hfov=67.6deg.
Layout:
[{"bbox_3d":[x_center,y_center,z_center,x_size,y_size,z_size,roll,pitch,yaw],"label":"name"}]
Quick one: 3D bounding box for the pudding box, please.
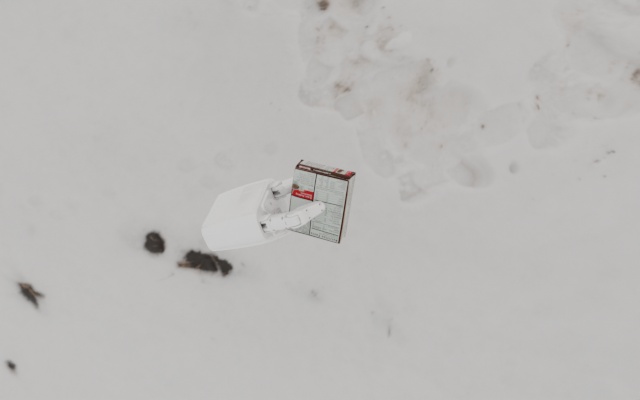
[{"bbox_3d":[0.000,0.002,0.734,0.090,0.113,0.039,14,28,13],"label":"pudding box"}]
